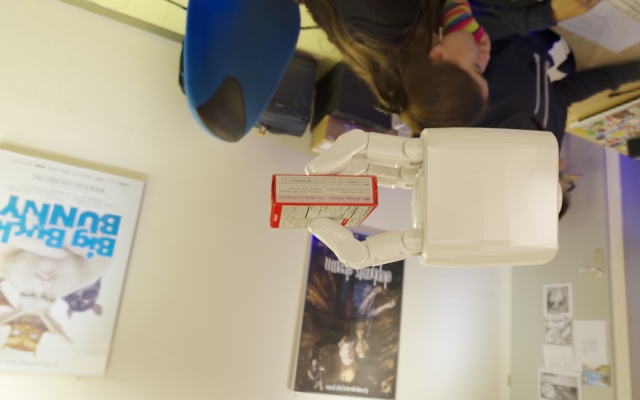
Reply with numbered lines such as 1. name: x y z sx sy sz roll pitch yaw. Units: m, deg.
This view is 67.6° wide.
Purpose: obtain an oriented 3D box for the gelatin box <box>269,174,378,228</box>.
1. gelatin box: 0.000 0.002 0.423 0.089 0.030 0.073 0 -18 -8
